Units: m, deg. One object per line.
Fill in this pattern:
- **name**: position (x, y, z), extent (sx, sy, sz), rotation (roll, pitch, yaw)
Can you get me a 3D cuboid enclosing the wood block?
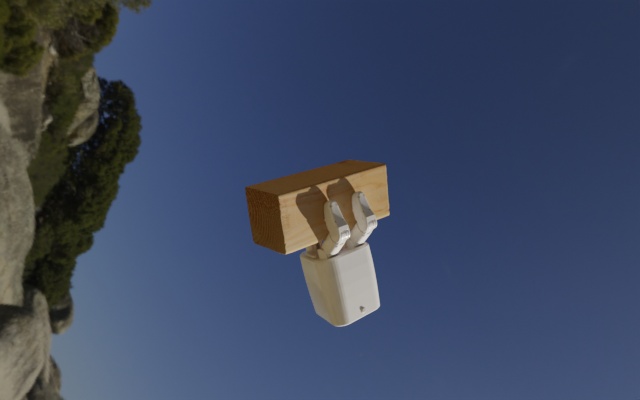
- **wood block**: position (0.000, 0.003, 0.735), extent (0.206, 0.090, 0.091), rotation (-18, 18, -36)
